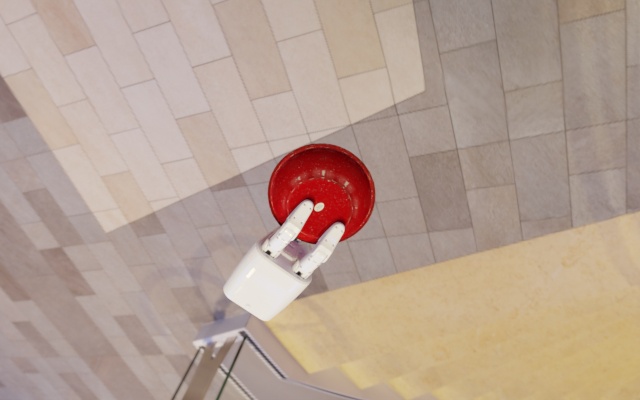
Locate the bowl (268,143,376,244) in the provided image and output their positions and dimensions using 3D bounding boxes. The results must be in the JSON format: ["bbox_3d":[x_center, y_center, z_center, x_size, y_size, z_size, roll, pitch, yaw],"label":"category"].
[{"bbox_3d":[0.001,0.001,0.688,0.162,0.162,0.055,0,21,3],"label":"bowl"}]
